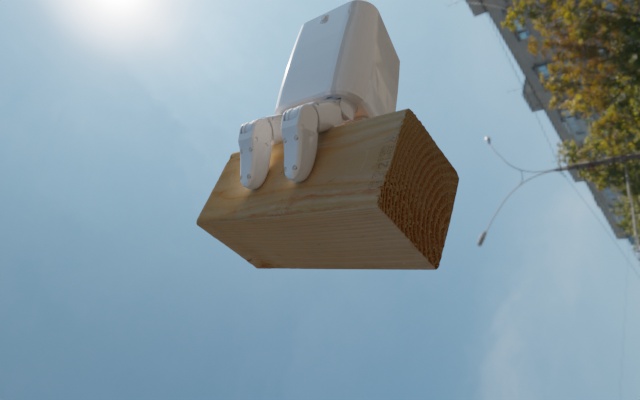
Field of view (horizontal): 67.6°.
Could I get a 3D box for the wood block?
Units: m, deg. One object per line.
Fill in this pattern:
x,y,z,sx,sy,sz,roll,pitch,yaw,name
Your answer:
0.000,0.001,0.418,0.206,0.090,0.091,-7,-38,42,wood block
